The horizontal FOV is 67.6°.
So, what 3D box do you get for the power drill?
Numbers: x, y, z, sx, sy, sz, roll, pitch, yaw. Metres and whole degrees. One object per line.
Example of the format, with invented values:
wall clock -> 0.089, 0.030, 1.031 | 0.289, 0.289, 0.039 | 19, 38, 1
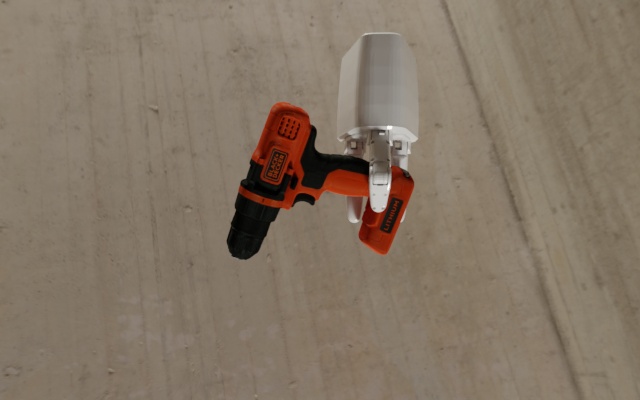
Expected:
power drill -> 0.001, 0.002, 0.551 | 0.188, 0.184, 0.057 | 18, 11, -17
